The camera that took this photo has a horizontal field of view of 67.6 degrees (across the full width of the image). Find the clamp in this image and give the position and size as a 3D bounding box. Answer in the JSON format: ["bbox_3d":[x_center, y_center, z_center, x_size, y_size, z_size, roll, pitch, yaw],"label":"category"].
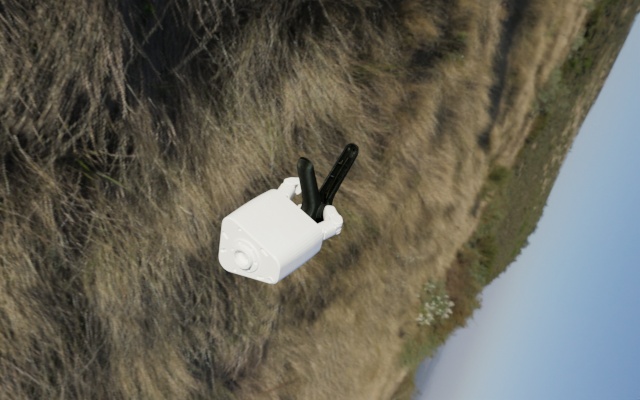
[{"bbox_3d":[0.001,0.004,0.799,0.036,0.210,0.164,28,34,25],"label":"clamp"}]
